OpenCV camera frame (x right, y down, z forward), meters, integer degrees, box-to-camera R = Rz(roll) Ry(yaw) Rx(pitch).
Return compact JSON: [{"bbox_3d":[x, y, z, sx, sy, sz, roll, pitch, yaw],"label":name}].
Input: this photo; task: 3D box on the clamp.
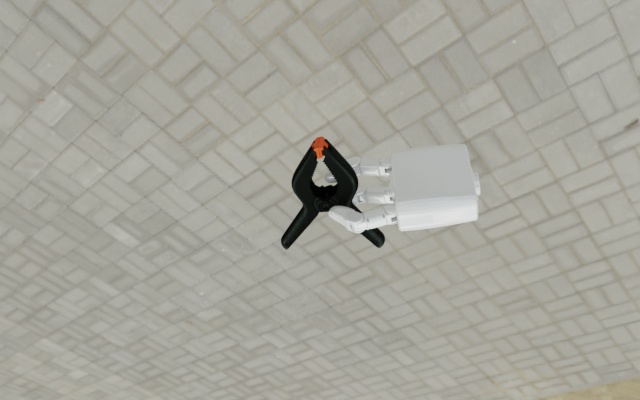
[{"bbox_3d":[0.000,0.002,0.702,0.164,0.210,0.036,-8,41,11],"label":"clamp"}]
